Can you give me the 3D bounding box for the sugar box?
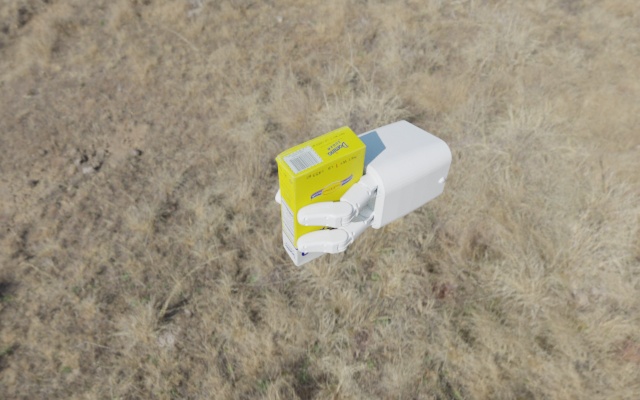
[{"bbox_3d":[0.000,0.002,0.573,0.093,0.048,0.176,-25,-37,-18],"label":"sugar box"}]
